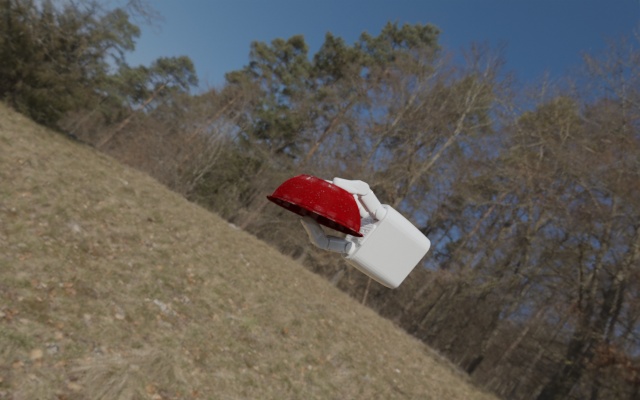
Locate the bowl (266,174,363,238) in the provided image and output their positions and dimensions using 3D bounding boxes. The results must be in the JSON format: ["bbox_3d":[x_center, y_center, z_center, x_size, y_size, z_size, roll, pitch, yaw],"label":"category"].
[{"bbox_3d":[-0.001,0.002,0.738,0.162,0.055,0.162,22,-6,3],"label":"bowl"}]
